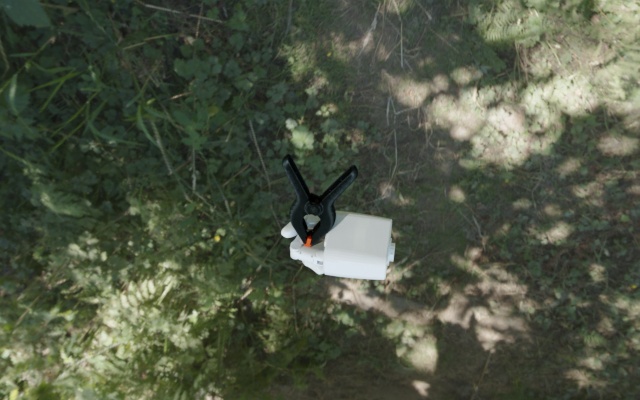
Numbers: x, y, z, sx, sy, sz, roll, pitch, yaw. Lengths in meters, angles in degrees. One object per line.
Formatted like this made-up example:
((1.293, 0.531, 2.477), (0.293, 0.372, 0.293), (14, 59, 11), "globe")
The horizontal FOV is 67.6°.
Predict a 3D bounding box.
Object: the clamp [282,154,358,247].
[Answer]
((0.000, 0.003, 0.791), (0.120, 0.172, 0.039), (5, 36, 9), "clamp")
